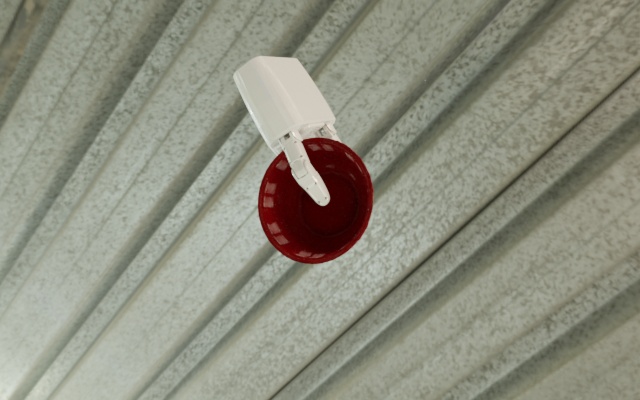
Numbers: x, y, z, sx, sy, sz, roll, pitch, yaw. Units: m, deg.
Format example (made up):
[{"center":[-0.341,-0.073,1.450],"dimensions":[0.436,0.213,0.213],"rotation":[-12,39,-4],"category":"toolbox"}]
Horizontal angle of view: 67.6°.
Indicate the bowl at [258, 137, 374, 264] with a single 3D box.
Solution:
[{"center":[0.001,0.003,0.627],"dimensions":[0.162,0.162,0.055],"rotation":[0,-7,24],"category":"bowl"}]
